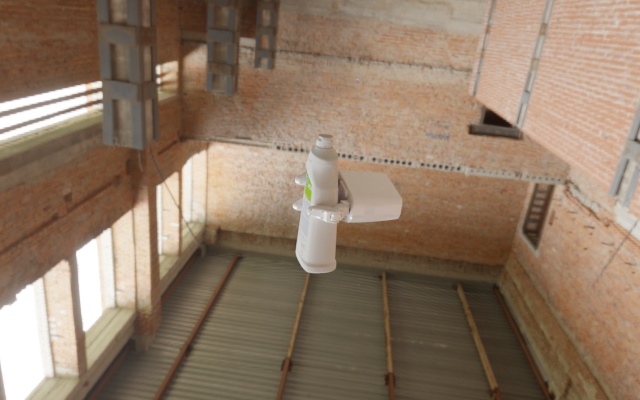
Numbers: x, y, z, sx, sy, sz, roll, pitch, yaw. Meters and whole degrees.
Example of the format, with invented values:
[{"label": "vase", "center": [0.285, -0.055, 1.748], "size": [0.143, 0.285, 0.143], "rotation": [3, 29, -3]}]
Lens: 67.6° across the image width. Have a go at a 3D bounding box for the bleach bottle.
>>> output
[{"label": "bleach bottle", "center": [0.000, 0.003, 0.899], "size": [0.068, 0.251, 0.102], "rotation": [-1, 22, -19]}]
